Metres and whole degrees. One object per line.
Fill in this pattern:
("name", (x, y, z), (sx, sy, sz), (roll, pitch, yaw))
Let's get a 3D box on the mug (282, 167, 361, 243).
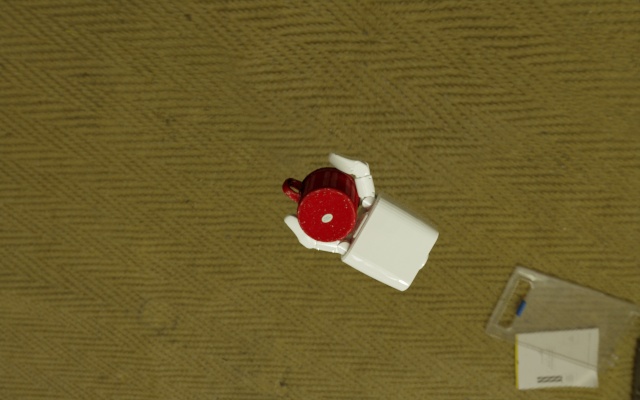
("mug", (-0.001, 0.002, 0.670), (0.117, 0.093, 0.081), (29, 19, -6))
